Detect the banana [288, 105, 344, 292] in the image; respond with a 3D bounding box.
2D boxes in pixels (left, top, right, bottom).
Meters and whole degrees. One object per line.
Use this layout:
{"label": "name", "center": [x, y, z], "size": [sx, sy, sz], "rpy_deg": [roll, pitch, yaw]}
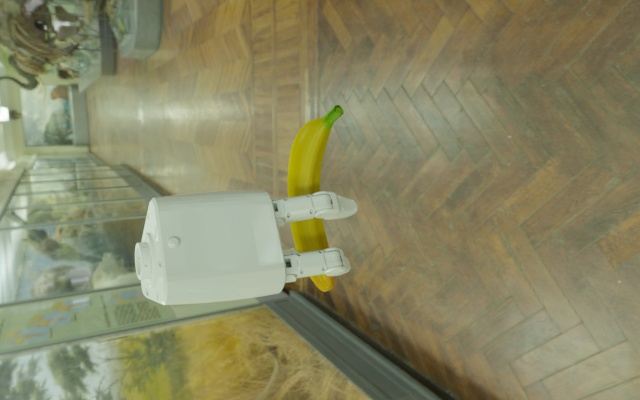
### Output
{"label": "banana", "center": [-0.010, -0.002, 0.524], "size": [0.037, 0.198, 0.069], "rpy_deg": [0, 2, -32]}
